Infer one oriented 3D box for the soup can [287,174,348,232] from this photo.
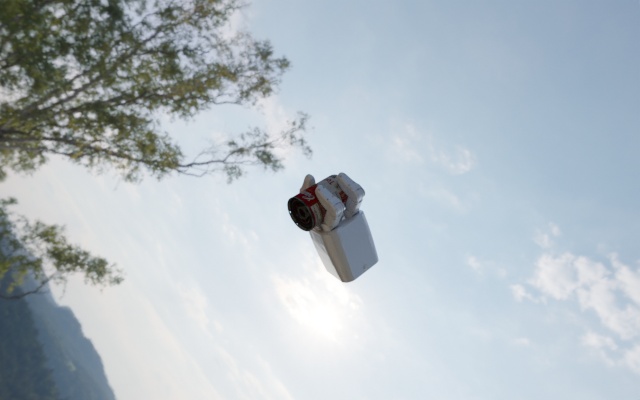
[{"bbox_3d":[0.000,0.002,0.862,0.102,0.068,0.068,-31,18,-32],"label":"soup can"}]
